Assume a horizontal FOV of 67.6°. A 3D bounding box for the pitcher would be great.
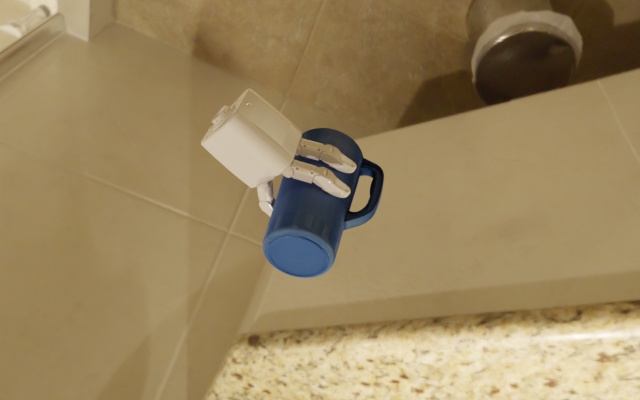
[{"bbox_3d":[0.000,0.002,0.768,0.149,0.242,0.145,-31,-62,35],"label":"pitcher"}]
